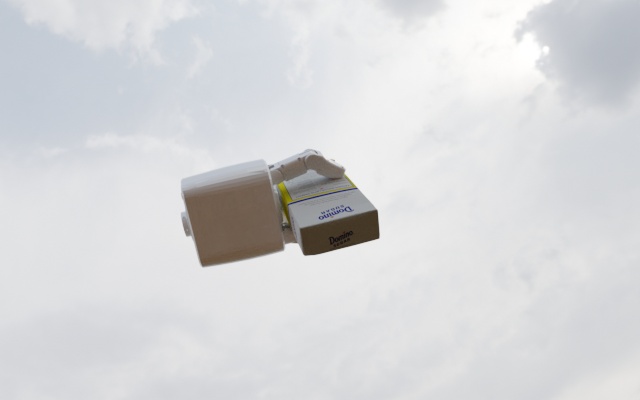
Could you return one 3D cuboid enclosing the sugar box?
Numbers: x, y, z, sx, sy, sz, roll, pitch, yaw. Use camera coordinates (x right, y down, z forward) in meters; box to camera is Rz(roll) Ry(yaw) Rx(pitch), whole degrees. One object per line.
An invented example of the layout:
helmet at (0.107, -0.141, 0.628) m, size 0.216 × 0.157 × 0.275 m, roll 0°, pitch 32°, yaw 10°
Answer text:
sugar box at (0.000, 0.002, 0.600) m, size 0.093 × 0.048 × 0.176 m, roll -13°, pitch 29°, yaw -10°
